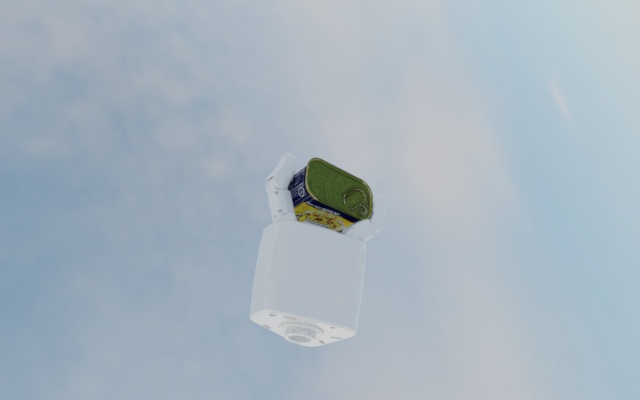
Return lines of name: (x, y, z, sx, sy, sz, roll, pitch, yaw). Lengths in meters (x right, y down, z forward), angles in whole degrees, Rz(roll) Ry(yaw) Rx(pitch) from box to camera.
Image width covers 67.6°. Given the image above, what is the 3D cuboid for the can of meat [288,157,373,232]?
can of meat: (0.000, 0.002, 0.597, 0.102, 0.057, 0.084, 24, -37, -30)
